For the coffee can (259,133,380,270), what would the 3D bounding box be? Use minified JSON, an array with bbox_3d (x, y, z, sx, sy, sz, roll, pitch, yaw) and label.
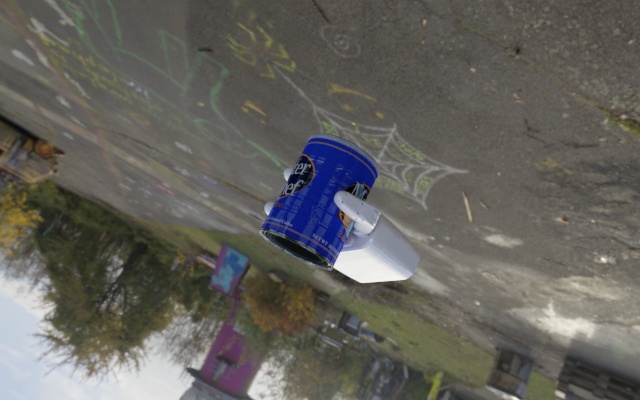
[{"bbox_3d":[0.000,0.002,0.602,0.103,0.140,0.103,25,-16,8],"label":"coffee can"}]
